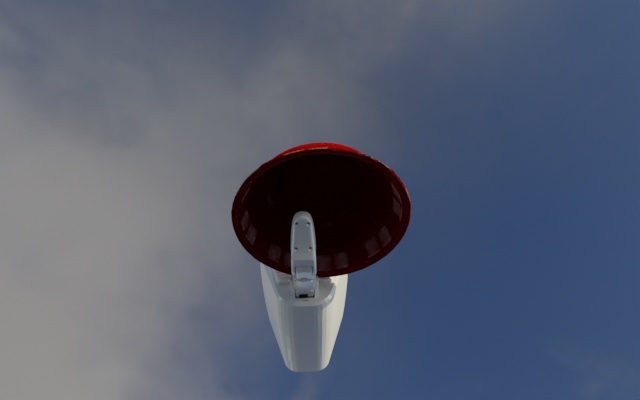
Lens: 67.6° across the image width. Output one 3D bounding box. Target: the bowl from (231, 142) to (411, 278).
[{"bbox_3d":[0.000,0.000,0.449,0.162,0.162,0.055,0,42,-3],"label":"bowl"}]
